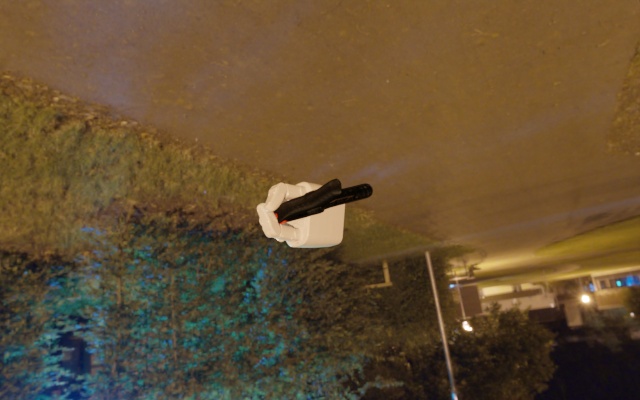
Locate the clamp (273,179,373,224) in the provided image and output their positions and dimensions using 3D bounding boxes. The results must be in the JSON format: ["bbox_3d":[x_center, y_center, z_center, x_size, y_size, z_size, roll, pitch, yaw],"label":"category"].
[{"bbox_3d":[0.000,0.003,0.788,0.171,0.039,0.120,-20,-18,38],"label":"clamp"}]
